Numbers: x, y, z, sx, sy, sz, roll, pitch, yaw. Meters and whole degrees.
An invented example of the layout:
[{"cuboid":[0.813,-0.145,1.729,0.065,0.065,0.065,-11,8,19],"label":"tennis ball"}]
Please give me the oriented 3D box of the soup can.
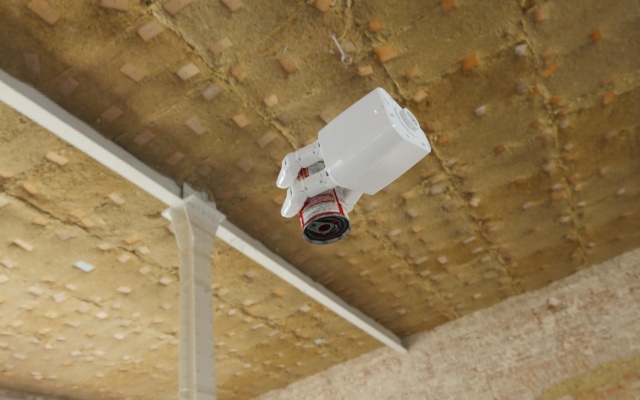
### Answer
[{"cuboid":[0.000,0.002,0.681,0.068,0.102,0.069,-8,-38,-7],"label":"soup can"}]
